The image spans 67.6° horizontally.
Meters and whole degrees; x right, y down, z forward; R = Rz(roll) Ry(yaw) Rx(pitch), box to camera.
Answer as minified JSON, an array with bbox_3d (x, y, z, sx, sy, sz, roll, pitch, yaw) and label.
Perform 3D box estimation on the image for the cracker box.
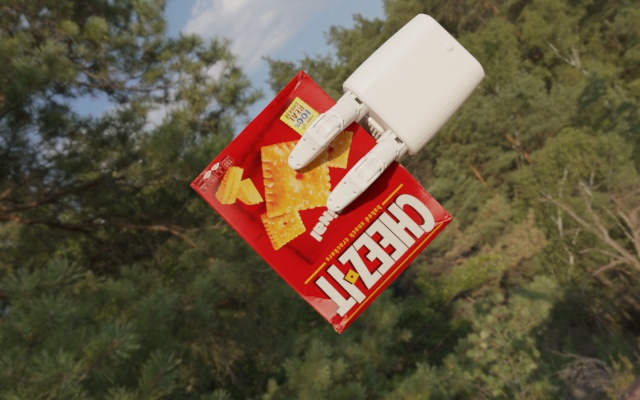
[{"bbox_3d":[0.000,0.002,0.495,0.213,0.164,0.072,45,-2,2],"label":"cracker box"}]
